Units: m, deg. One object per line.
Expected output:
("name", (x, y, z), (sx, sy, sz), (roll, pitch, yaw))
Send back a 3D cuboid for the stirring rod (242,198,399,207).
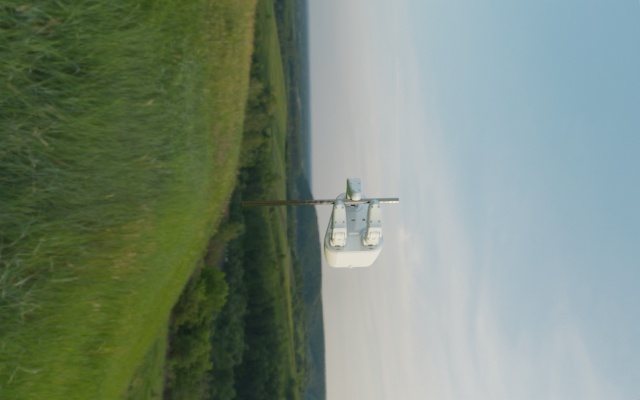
("stirring rod", (0.000, 0.002, 0.734), (0.239, 0.011, 0.011), (-1, 0, -1))
